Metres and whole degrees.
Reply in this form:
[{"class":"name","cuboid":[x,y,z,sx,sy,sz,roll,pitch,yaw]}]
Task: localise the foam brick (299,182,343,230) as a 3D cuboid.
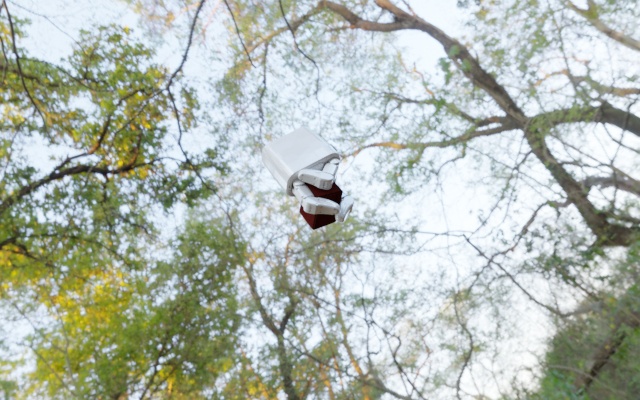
[{"class":"foam brick","cuboid":[0.000,0.003,0.857,0.053,0.078,0.051,-17,47,-30]}]
